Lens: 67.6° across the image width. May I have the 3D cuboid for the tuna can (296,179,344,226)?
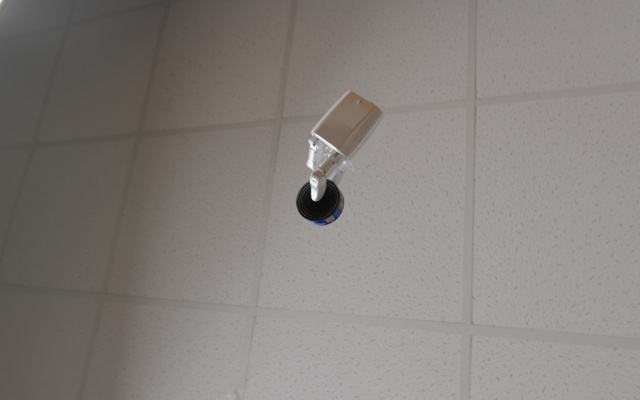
[{"bbox_3d":[0.000,0.003,0.887,0.086,0.086,0.034,0,-21,21],"label":"tuna can"}]
